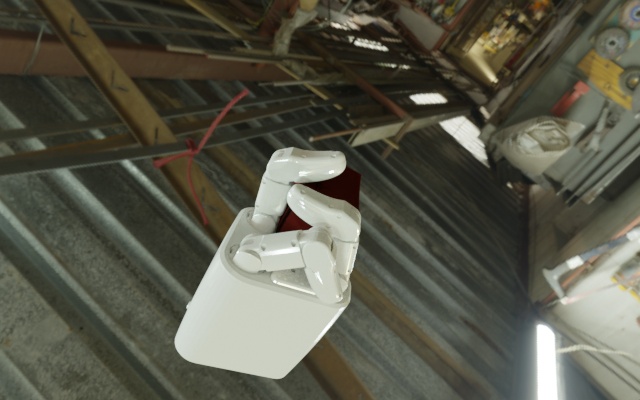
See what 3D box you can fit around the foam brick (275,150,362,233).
[{"bbox_3d":[0.000,0.001,0.413,0.053,0.051,0.078,28,27,-8],"label":"foam brick"}]
